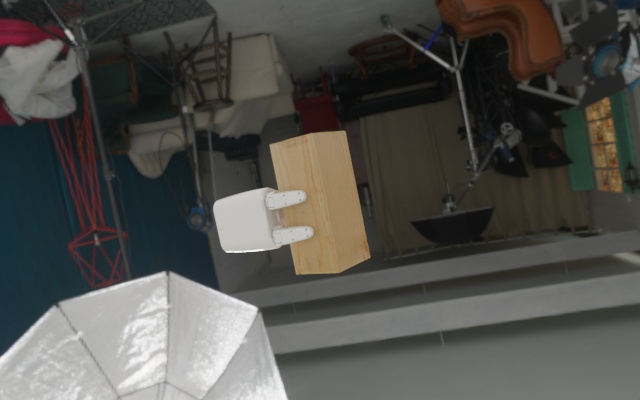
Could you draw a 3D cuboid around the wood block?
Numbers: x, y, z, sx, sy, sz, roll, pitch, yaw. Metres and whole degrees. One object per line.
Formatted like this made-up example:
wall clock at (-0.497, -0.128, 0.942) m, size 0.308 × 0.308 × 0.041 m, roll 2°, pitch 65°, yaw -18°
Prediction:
wood block at (0.000, 0.003, 0.748) m, size 0.090 × 0.206 × 0.091 m, roll -9°, pitch 4°, yaw 38°
